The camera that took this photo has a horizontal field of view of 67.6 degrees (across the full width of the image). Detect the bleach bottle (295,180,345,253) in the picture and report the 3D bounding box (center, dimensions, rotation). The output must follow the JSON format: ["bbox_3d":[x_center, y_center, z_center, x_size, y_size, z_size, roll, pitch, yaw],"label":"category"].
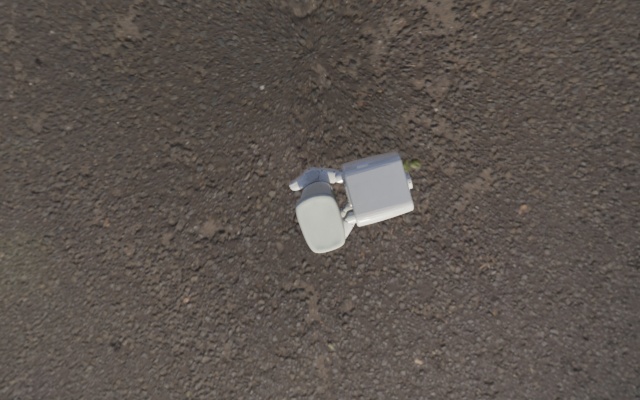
[{"bbox_3d":[0.000,0.003,0.871,0.068,0.102,0.250,-17,17,4],"label":"bleach bottle"}]
